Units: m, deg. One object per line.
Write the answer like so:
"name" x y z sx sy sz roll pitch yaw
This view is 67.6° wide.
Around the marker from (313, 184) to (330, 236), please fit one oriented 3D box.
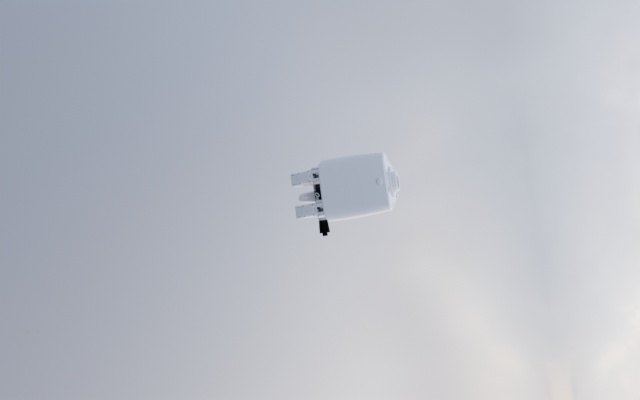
"marker" 0.000 0.003 0.843 0.020 0.121 0.020 -8 -2 0
